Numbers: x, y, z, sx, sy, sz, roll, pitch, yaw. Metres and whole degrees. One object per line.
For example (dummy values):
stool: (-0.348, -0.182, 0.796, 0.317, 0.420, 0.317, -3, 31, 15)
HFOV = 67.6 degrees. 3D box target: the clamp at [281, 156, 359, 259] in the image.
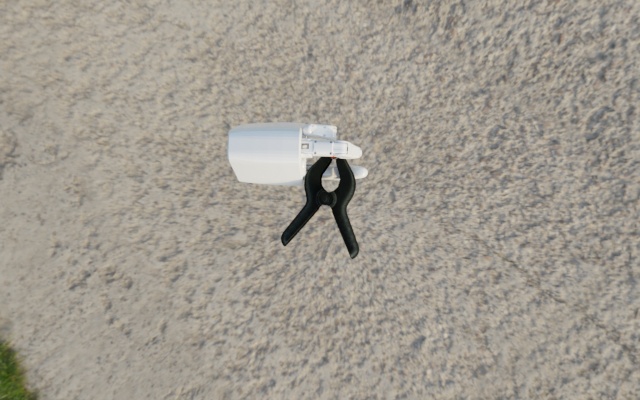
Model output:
clamp: (0.000, 0.002, 0.729, 0.120, 0.171, 0.039, 1, -2, 2)
